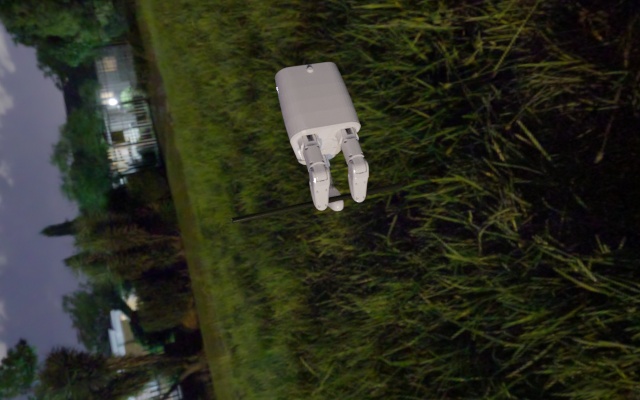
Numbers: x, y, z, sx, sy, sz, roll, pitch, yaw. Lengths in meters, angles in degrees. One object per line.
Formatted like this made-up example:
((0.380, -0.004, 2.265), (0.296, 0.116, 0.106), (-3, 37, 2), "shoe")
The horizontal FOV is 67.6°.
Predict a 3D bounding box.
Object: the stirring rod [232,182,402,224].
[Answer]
((0.000, 0.002, 0.645), (0.239, 0.011, 0.011), (-12, 3, -15), "stirring rod")
